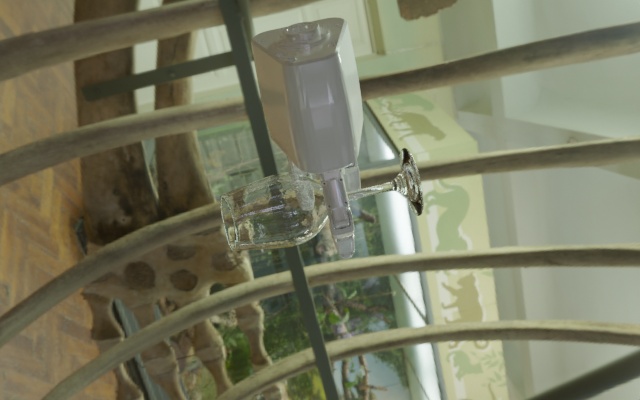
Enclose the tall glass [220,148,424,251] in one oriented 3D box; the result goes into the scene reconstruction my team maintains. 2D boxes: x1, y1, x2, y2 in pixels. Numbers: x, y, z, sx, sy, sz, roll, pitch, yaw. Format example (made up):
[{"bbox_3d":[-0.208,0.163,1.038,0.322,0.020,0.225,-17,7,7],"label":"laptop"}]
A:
[{"bbox_3d":[0.001,0.002,0.504,0.201,0.079,0.079,-13,0,-2],"label":"tall glass"}]
